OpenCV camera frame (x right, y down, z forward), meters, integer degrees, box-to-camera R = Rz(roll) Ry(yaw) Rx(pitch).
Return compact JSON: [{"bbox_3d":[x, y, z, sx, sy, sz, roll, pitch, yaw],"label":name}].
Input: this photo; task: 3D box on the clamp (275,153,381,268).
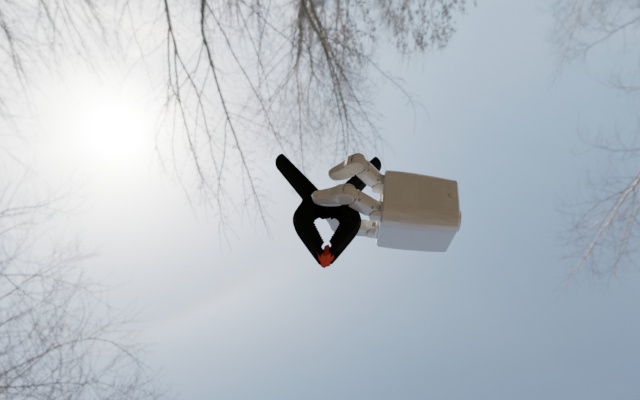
[{"bbox_3d":[0.000,0.003,0.689,0.164,0.209,0.036,6,-43,6],"label":"clamp"}]
